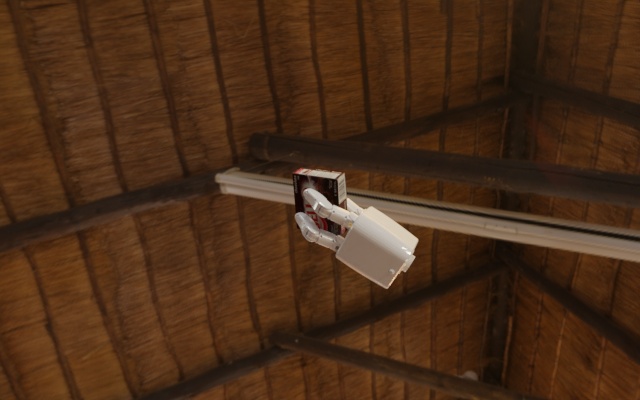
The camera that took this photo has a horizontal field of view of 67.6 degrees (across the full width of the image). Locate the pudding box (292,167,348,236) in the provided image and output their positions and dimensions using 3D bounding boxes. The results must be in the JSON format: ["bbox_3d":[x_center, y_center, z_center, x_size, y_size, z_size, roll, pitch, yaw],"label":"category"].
[{"bbox_3d":[0.000,0.003,0.840,0.090,0.113,0.039,9,25,26],"label":"pudding box"}]
